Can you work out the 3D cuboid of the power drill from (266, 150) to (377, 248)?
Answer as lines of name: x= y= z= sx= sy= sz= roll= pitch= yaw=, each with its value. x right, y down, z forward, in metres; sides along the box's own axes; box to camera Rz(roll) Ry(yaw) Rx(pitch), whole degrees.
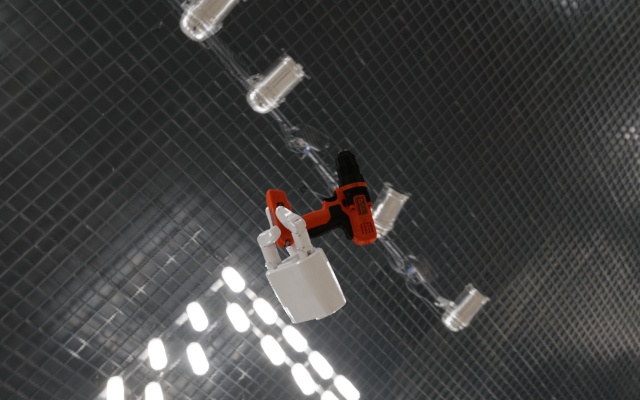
power drill: x=0.000 y=0.003 z=0.873 sx=0.187 sy=0.184 sz=0.057 roll=-10 pitch=-17 yaw=-13
